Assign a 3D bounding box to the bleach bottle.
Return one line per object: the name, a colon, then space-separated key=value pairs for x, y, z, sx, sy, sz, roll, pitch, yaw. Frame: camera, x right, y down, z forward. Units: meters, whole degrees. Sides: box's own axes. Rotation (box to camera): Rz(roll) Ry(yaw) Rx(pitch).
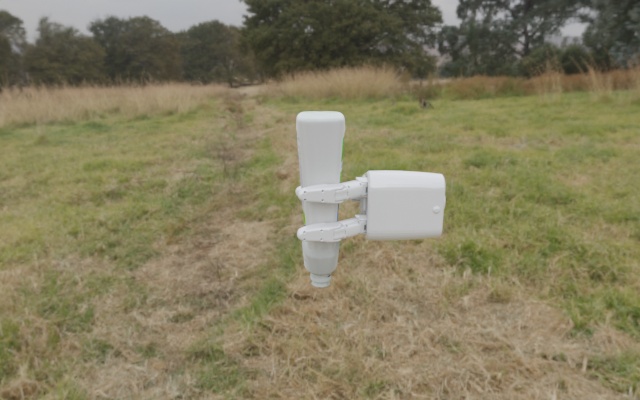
bleach bottle: x=0.000 y=0.002 z=0.692 sx=0.068 sy=0.251 sz=0.102 roll=0 pitch=17 yaw=0
